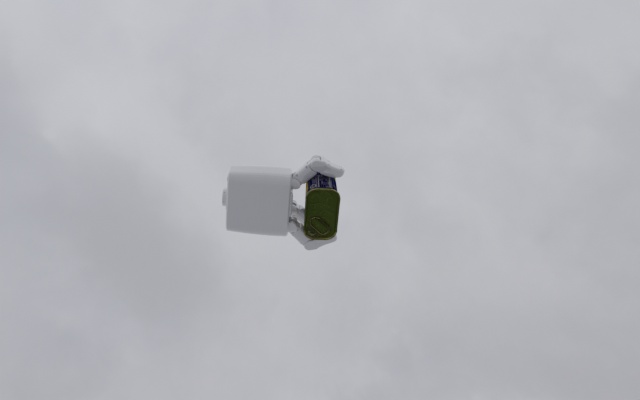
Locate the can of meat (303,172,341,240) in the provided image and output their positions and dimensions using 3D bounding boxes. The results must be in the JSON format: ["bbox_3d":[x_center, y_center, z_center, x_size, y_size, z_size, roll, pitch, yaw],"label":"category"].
[{"bbox_3d":[0.000,0.002,0.822,0.057,0.102,0.084,2,32,-4],"label":"can of meat"}]
